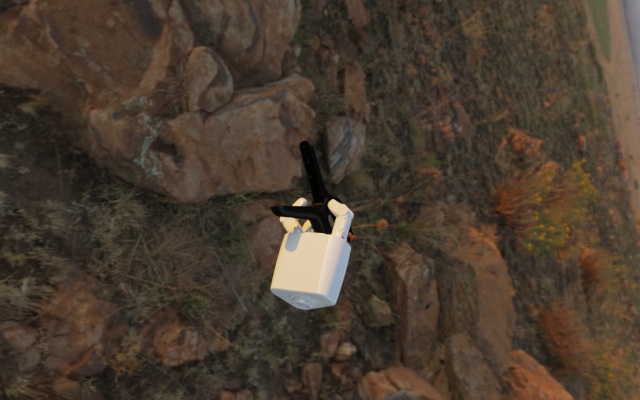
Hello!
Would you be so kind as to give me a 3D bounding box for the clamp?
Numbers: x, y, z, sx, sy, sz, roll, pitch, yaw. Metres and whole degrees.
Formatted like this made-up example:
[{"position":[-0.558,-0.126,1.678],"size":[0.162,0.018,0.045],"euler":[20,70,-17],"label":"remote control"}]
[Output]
[{"position":[0.001,0.003,0.881],"size":[0.036,0.164,0.210],"euler":[-8,-37,37],"label":"clamp"}]
